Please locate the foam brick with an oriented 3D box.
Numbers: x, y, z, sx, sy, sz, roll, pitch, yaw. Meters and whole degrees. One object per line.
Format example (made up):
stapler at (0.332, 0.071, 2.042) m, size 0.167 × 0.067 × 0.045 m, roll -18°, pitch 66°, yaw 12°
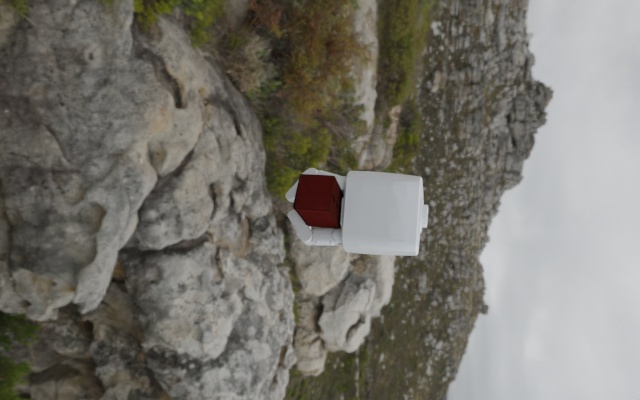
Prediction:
foam brick at (0.000, 0.002, 0.669) m, size 0.051 × 0.053 × 0.078 m, roll 4°, pitch -20°, yaw 16°
